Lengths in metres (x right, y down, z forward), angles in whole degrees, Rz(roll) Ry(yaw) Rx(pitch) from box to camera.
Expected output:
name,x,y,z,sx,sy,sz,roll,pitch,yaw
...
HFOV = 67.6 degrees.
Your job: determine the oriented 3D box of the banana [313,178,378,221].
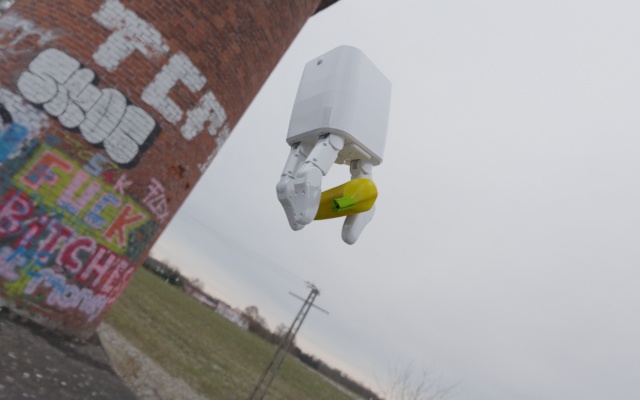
name,x,y,z,sx,sy,sz,roll,pitch,yaw
banana,0.019,0.000,0.541,0.069,0.037,0.198,-5,-5,-15
